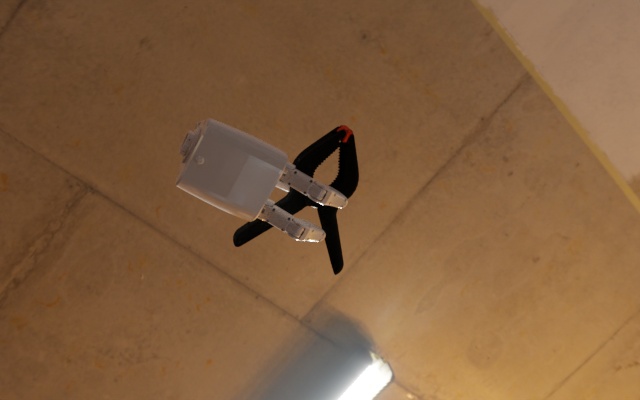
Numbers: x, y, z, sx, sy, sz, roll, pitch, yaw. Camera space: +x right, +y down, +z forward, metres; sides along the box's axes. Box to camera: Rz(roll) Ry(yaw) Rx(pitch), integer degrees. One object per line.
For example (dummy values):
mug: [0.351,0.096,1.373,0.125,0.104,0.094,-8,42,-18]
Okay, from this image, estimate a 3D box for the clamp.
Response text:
clamp: [0.000,0.001,0.645,0.164,0.210,0.036,26,14,-24]
